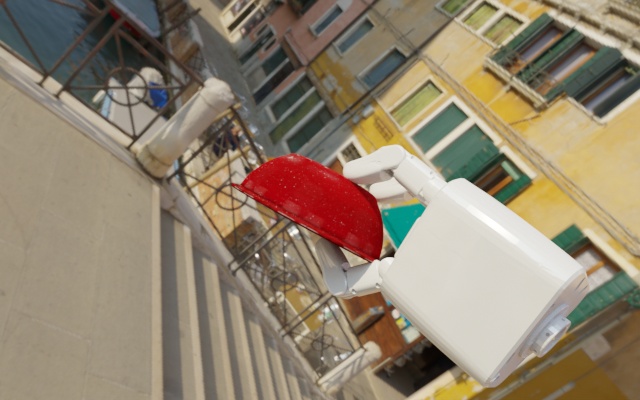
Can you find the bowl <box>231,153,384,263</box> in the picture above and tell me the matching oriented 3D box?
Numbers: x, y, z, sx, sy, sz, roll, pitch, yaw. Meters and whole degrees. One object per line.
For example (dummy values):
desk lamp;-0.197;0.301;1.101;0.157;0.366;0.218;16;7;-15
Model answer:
bowl;-0.001;0.001;0.450;0.162;0.055;0.162;28;-2;1
